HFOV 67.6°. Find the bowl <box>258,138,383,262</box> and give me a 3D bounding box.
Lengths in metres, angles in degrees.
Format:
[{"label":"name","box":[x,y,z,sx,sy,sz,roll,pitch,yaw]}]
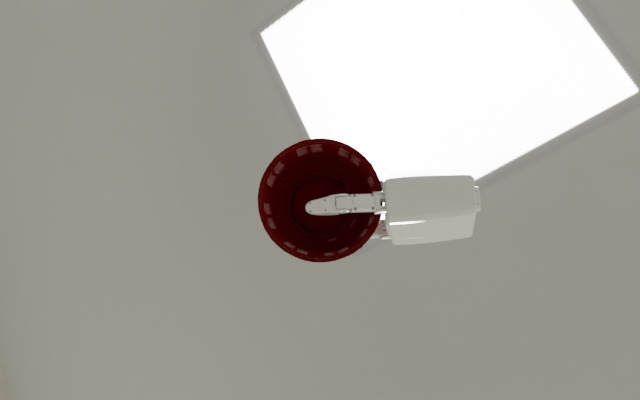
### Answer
[{"label":"bowl","box":[-0.001,0.002,0.637,0.162,0.162,0.055,0,-9,1]}]
